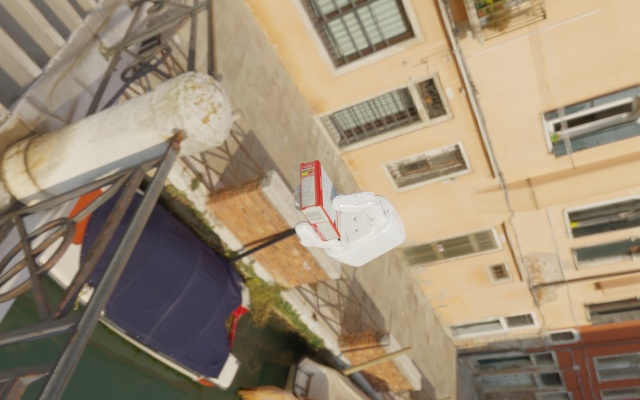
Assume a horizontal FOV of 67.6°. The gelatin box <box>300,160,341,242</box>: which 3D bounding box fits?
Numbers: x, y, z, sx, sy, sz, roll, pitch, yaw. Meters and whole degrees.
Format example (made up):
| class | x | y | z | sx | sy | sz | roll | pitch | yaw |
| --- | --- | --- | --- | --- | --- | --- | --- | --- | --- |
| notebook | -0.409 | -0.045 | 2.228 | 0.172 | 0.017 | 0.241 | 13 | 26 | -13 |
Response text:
| class | x | y | z | sx | sy | sz | roll | pitch | yaw |
| --- | --- | --- | --- | --- | --- | --- | --- | --- | --- |
| gelatin box | 0.000 | 0.002 | 0.631 | 0.030 | 0.073 | 0.089 | -12 | -35 | 14 |
